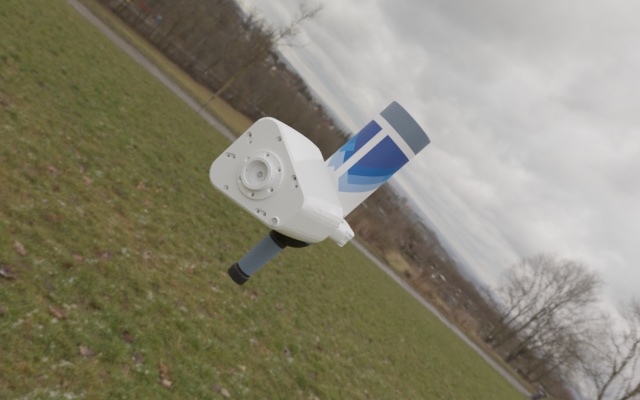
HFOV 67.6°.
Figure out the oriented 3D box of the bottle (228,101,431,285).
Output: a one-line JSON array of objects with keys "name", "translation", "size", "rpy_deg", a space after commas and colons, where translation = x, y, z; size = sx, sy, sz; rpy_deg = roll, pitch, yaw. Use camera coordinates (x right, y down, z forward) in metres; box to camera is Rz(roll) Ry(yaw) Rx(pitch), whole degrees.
[{"name": "bottle", "translation": [0.000, 0.002, 0.590], "size": [0.296, 0.069, 0.069], "rpy_deg": [-41, -8, 9]}]
